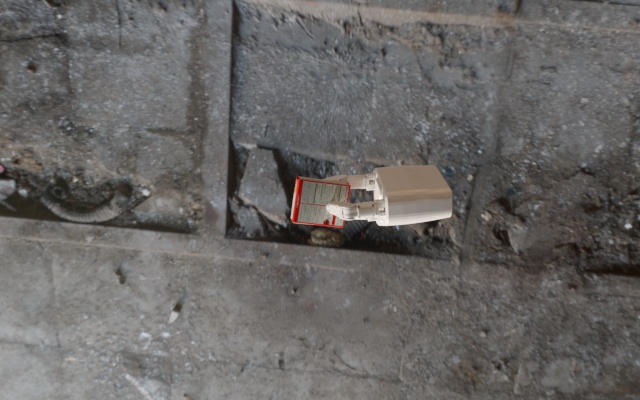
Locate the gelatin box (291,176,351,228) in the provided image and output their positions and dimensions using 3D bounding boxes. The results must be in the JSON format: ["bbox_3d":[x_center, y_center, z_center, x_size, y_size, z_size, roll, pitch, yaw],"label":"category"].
[{"bbox_3d":[0.000,0.003,0.784,0.089,0.073,0.030,6,13,-12],"label":"gelatin box"}]
